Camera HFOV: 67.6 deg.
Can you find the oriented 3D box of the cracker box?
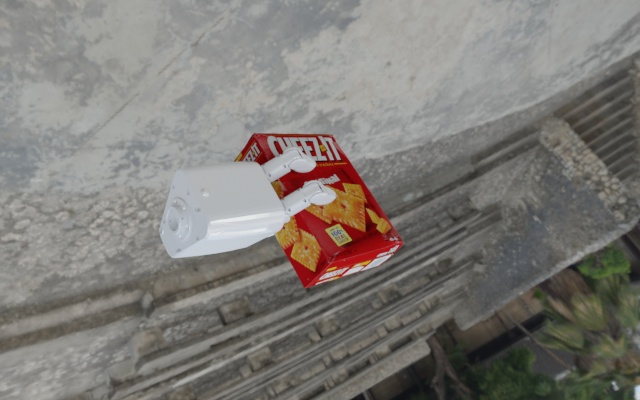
[{"bbox_3d":[0.000,0.002,0.677,0.164,0.213,0.072,-7,-32,-46],"label":"cracker box"}]
